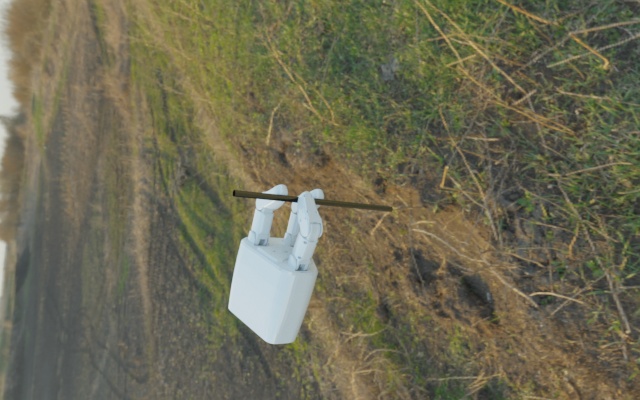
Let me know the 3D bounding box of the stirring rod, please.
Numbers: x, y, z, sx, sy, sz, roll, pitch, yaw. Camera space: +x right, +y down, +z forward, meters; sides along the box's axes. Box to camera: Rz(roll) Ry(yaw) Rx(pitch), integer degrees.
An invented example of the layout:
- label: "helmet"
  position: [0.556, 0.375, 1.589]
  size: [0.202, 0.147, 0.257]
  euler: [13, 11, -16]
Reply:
- label: "stirring rod"
  position: [0.000, 0.002, 0.622]
  size: [0.239, 0.011, 0.011]
  euler: [6, -3, -32]
